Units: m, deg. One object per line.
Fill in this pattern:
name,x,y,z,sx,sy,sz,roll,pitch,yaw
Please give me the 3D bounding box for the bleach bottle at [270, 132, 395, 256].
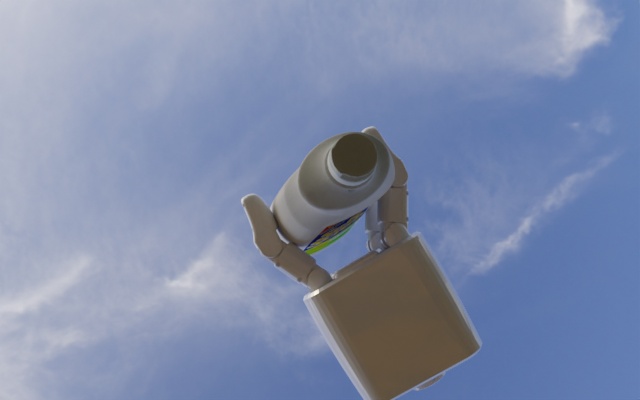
bleach bottle,0.000,0.001,0.410,0.102,0.068,0.251,-29,-7,-11
